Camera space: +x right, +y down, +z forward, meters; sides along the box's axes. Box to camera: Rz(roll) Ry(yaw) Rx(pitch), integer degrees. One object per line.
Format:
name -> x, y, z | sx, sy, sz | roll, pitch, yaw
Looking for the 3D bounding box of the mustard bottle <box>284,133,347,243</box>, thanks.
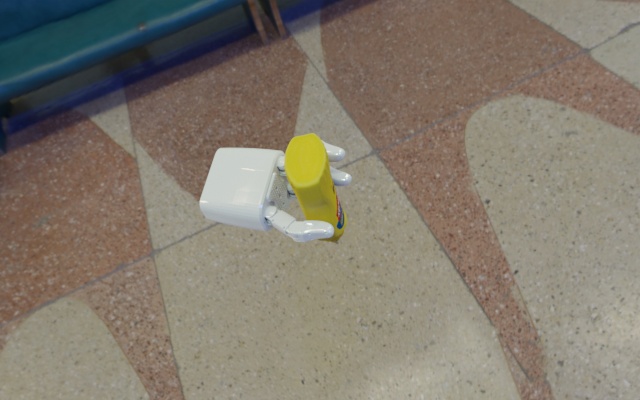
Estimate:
mustard bottle -> 0.000, 0.002, 0.688 | 0.058, 0.096, 0.192 | -12, -40, 6
